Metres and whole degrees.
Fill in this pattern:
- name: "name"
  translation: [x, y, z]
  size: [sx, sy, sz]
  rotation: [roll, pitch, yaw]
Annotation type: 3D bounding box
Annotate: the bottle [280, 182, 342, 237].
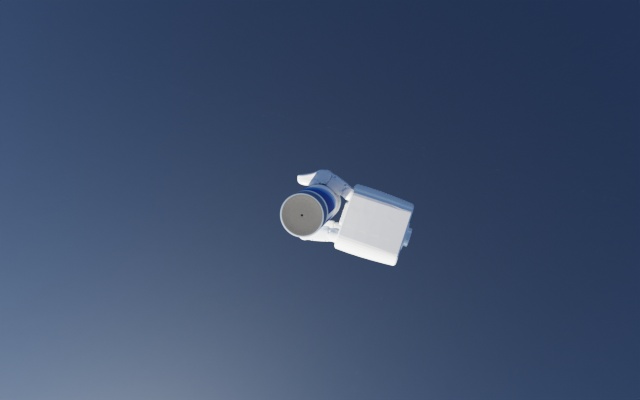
- name: "bottle"
  translation: [0.000, 0.003, 0.841]
  size: [0.069, 0.069, 0.295]
  rotation: [0, 7, 11]
